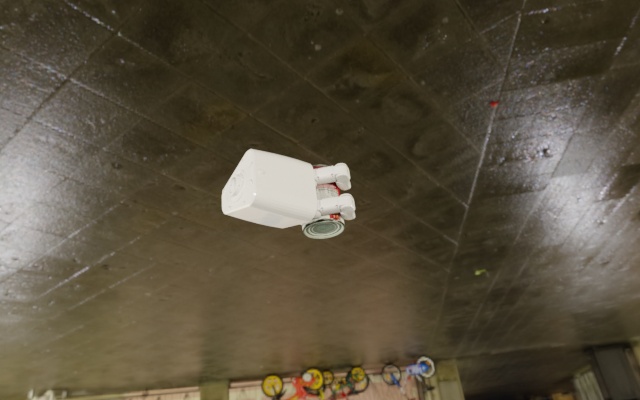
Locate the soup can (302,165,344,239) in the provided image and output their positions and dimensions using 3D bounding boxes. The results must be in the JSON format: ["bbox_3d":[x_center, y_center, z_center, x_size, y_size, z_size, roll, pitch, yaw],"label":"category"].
[{"bbox_3d":[0.000,0.003,0.774,0.068,0.102,0.068,-6,-28,-3],"label":"soup can"}]
